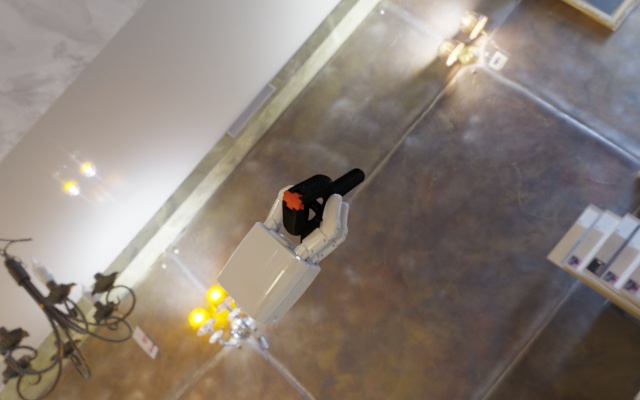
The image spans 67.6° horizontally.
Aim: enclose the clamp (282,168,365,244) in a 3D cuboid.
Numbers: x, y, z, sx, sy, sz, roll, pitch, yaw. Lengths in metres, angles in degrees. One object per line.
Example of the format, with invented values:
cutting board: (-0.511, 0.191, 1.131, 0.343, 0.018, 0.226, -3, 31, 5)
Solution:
clamp: (-0.001, 0.002, 0.692, 0.036, 0.164, 0.210, 34, -2, 18)
